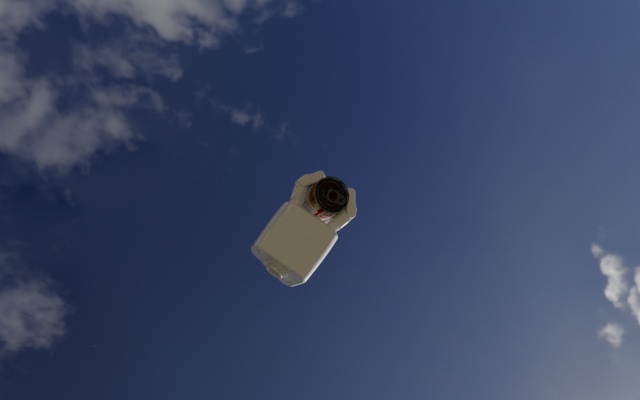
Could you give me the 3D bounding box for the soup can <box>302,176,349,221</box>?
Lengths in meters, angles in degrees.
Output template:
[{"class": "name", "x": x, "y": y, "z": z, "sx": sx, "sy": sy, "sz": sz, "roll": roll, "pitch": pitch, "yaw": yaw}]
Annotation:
[{"class": "soup can", "x": 0.000, "y": 0.003, "z": 0.886, "sx": 0.068, "sy": 0.068, "sz": 0.102, "roll": 0, "pitch": -15, "yaw": -25}]
